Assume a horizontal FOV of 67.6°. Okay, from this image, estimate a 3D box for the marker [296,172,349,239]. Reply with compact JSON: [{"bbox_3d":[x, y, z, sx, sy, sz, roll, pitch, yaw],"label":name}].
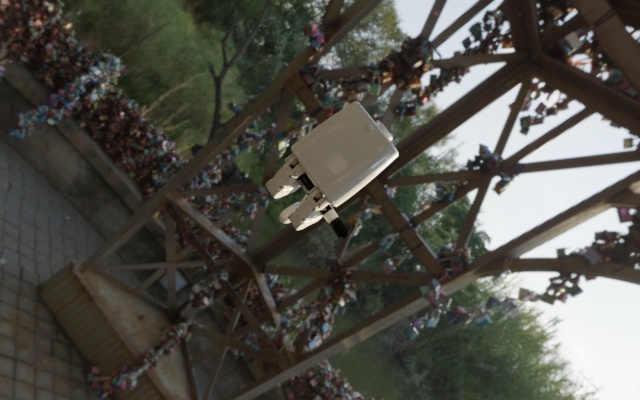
[{"bbox_3d":[0.000,0.002,0.660,0.020,0.121,0.020,-34,-14,-10],"label":"marker"}]
